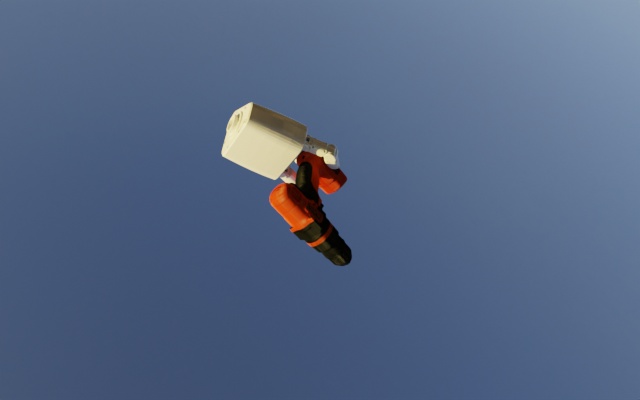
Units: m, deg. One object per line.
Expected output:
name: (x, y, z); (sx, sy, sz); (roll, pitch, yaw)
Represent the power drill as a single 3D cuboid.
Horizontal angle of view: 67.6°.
power drill: (0.000, 0.002, 0.835); (0.057, 0.184, 0.187); (-28, 28, 27)
